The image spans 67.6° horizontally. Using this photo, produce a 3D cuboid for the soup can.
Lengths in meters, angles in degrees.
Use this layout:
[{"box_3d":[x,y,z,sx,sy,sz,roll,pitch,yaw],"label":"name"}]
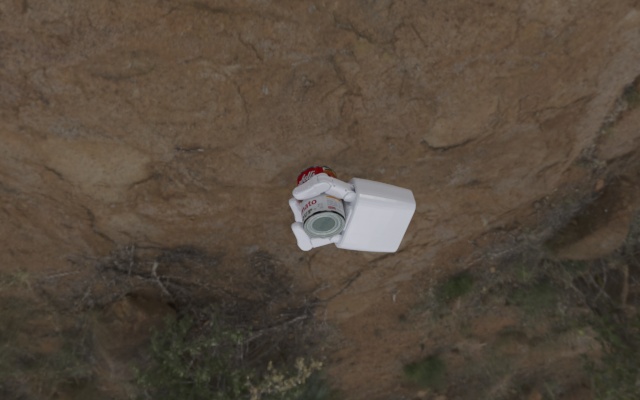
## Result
[{"box_3d":[0.000,0.003,0.765,0.068,0.102,0.069,-5,-42,-5],"label":"soup can"}]
